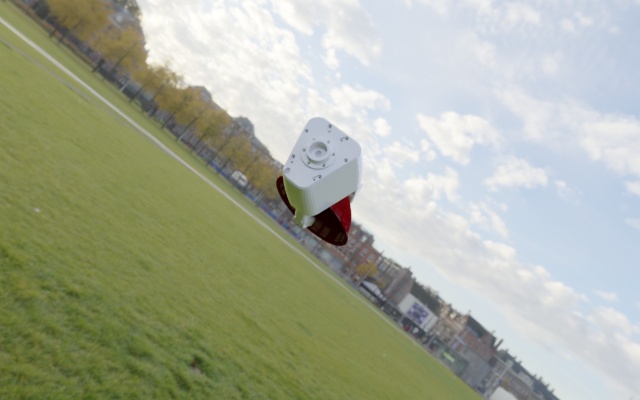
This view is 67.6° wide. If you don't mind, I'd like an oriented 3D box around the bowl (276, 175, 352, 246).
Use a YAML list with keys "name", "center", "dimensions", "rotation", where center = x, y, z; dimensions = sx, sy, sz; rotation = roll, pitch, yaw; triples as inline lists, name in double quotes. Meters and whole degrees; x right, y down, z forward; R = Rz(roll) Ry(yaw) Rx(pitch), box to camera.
- name: "bowl"
  center: [0.000, 0.003, 0.822]
  dimensions: [0.055, 0.162, 0.162]
  rotation: [-45, 20, -22]
